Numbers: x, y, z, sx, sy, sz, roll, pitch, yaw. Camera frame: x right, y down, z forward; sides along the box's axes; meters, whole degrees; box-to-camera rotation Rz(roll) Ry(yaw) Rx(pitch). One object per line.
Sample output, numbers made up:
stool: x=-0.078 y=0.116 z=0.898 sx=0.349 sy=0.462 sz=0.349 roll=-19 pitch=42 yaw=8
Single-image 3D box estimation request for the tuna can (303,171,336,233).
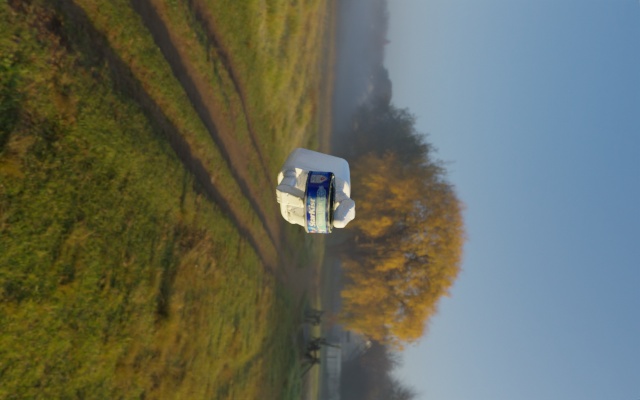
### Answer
tuna can: x=0.001 y=0.002 z=0.657 sx=0.034 sy=0.086 sz=0.086 roll=3 pitch=0 yaw=7
